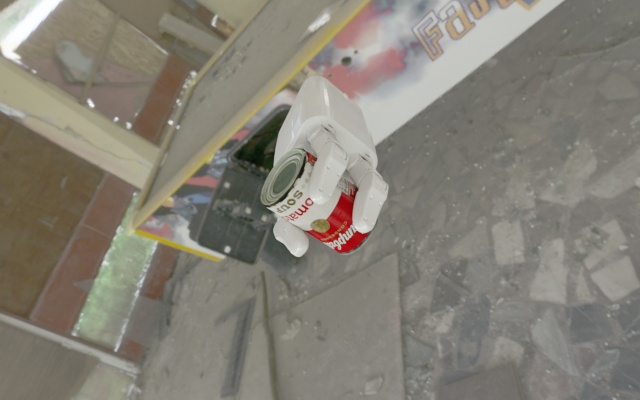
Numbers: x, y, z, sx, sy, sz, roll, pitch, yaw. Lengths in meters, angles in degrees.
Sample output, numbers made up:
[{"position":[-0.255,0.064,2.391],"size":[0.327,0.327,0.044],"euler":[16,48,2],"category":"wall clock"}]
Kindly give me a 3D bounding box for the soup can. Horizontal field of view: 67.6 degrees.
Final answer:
[{"position":[0.000,0.002,0.479],"size":[0.102,0.068,0.068],"euler":[34,-17,-27],"category":"soup can"}]
